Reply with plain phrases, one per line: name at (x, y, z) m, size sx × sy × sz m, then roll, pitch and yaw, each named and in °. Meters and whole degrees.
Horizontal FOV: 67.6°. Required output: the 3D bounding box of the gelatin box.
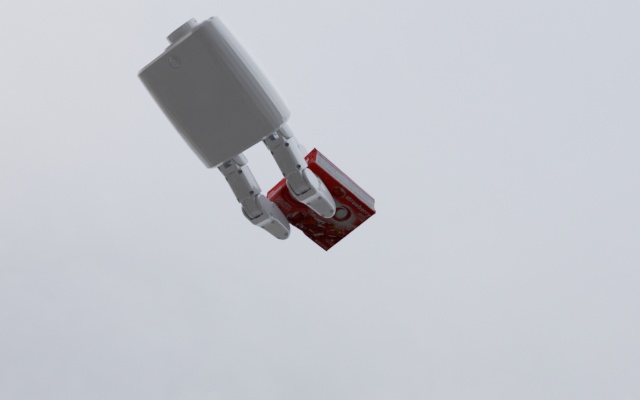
gelatin box at (0.000, 0.002, 0.488) m, size 0.073 × 0.089 × 0.030 m, roll -41°, pitch 23°, yaw 26°
